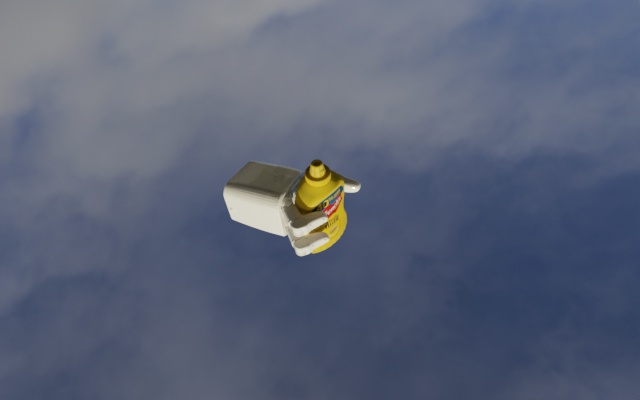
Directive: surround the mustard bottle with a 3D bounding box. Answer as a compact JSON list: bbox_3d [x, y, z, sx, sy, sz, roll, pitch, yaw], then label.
[{"bbox_3d":[0.000,0.003,0.802,0.096,0.192,0.058,-39,57,-24],"label":"mustard bottle"}]
